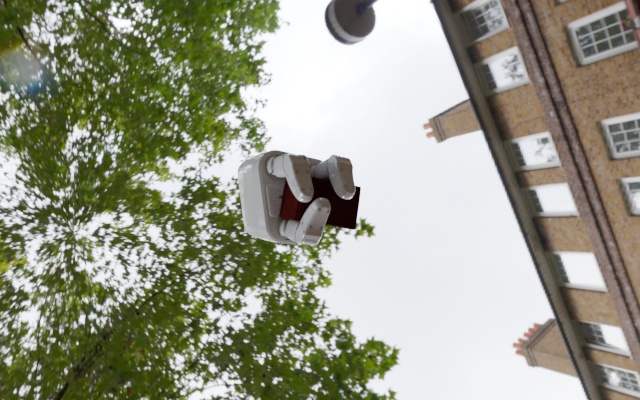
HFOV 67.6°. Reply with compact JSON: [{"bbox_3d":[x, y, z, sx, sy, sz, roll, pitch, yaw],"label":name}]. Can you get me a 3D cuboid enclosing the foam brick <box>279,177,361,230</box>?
[{"bbox_3d":[0.000,0.002,0.563,0.078,0.053,0.051,11,-3,-26],"label":"foam brick"}]
